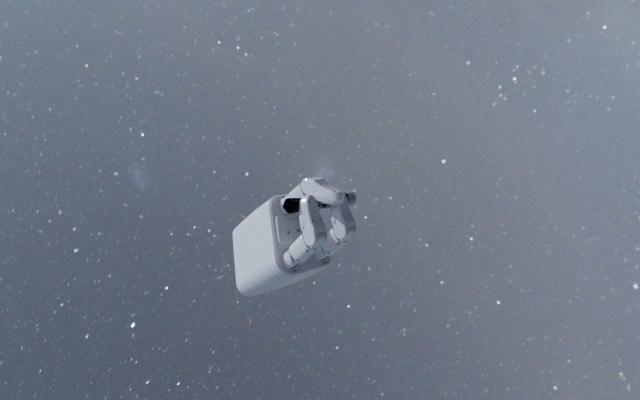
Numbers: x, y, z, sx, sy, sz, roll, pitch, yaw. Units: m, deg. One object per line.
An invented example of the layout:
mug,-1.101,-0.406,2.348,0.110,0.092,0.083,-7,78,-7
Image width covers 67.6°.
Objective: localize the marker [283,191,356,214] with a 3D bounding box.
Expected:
marker,0.000,0.002,0.606,0.020,0.020,0.121,0,5,44
